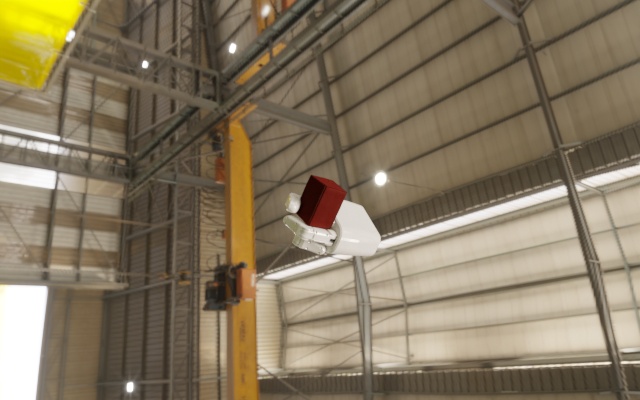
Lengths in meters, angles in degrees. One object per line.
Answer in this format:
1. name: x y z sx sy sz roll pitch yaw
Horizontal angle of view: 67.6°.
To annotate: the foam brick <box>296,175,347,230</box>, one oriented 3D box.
1. foam brick: 0.000 0.003 0.836 0.051 0.078 0.053 12 20 -37
